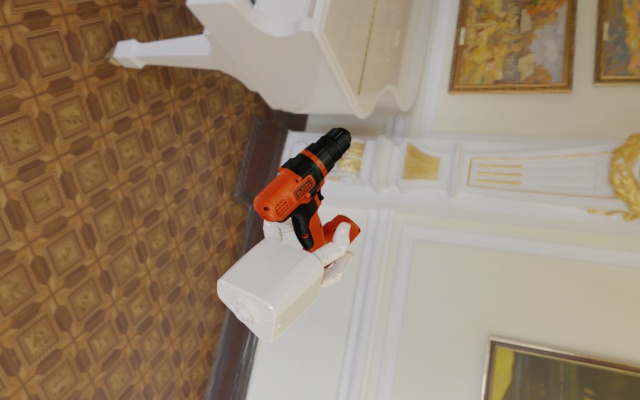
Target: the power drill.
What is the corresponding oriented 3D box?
[{"bbox_3d":[0.000,0.003,0.737,0.184,0.188,0.057,-43,43,-18],"label":"power drill"}]
